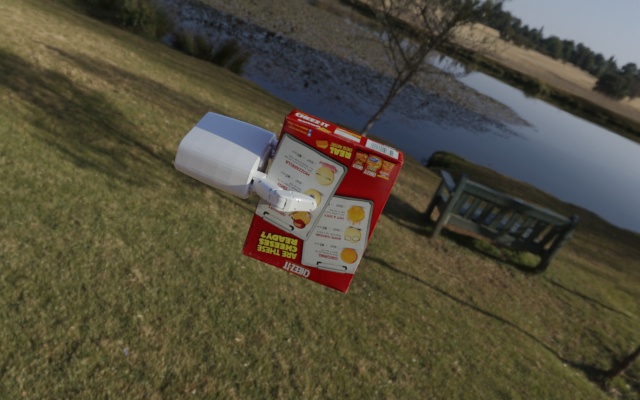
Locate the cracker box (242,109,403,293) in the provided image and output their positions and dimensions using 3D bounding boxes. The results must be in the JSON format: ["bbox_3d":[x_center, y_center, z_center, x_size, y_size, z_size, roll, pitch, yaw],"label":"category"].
[{"bbox_3d":[0.000,0.002,0.673,0.164,0.214,0.072,21,23,1],"label":"cracker box"}]
